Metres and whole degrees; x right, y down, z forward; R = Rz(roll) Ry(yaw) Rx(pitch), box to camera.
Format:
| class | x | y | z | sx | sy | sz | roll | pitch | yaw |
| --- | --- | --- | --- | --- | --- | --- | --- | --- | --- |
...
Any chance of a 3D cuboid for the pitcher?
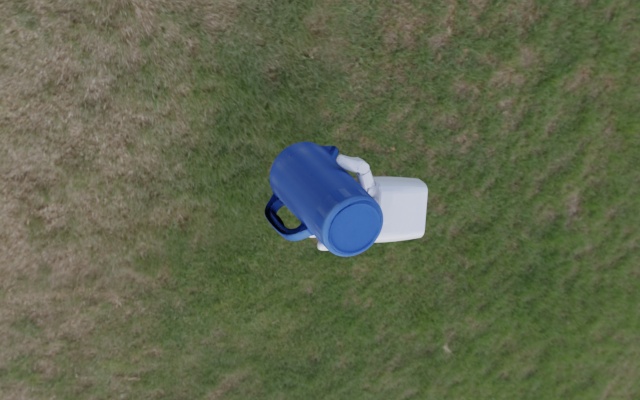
| class | x | y | z | sx | sy | sz | roll | pitch | yaw |
| --- | --- | --- | --- | --- | --- | --- | --- | --- | --- |
| pitcher | 0.000 | 0.003 | 0.839 | 0.145 | 0.149 | 0.242 | -1 | 24 | -24 |
